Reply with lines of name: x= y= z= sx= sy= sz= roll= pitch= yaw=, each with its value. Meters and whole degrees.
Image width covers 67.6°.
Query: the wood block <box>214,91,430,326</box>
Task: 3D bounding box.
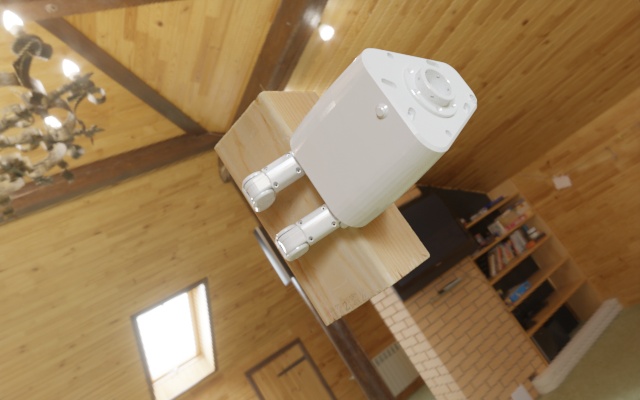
wood block: x=0.000 y=0.001 z=0.470 sx=0.090 sy=0.206 sz=0.091 roll=-41 pitch=-13 yaw=33
